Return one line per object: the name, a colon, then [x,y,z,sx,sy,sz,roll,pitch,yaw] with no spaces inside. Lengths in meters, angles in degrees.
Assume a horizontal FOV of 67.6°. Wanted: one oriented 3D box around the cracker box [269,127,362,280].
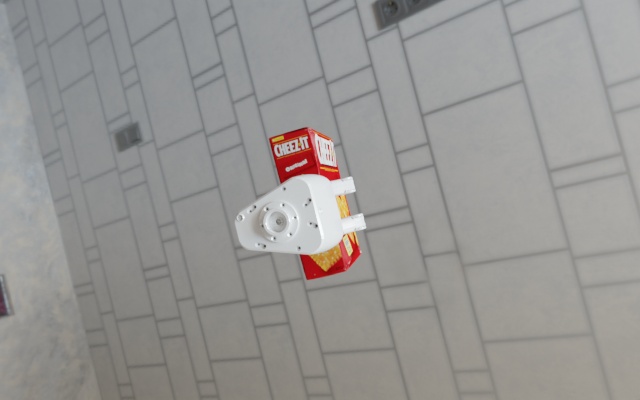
cracker box: [0.000,0.003,0.753,0.072,0.213,0.164,-15,-2,12]
